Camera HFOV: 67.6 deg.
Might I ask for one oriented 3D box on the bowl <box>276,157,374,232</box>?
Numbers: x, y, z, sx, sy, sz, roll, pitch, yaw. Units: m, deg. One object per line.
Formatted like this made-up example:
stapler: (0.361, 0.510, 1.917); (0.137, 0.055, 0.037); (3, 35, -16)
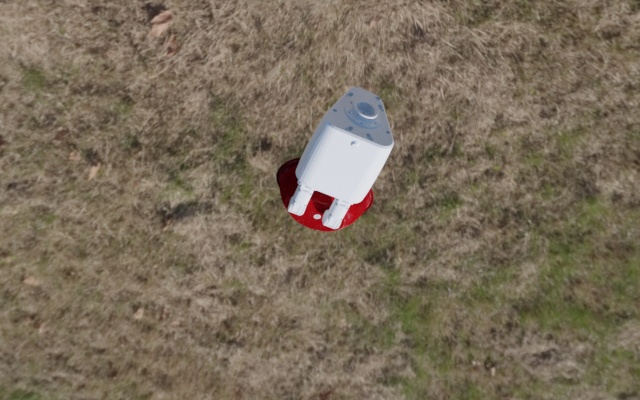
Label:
bowl: (0.000, 0.004, 0.756); (0.162, 0.055, 0.162); (12, -31, 8)
